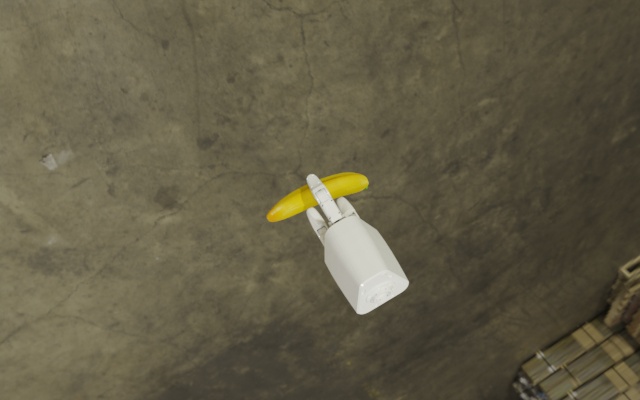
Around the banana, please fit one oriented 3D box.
[{"bbox_3d":[0.006,-0.010,0.792,0.198,0.037,0.070,-17,-33,-22],"label":"banana"}]
